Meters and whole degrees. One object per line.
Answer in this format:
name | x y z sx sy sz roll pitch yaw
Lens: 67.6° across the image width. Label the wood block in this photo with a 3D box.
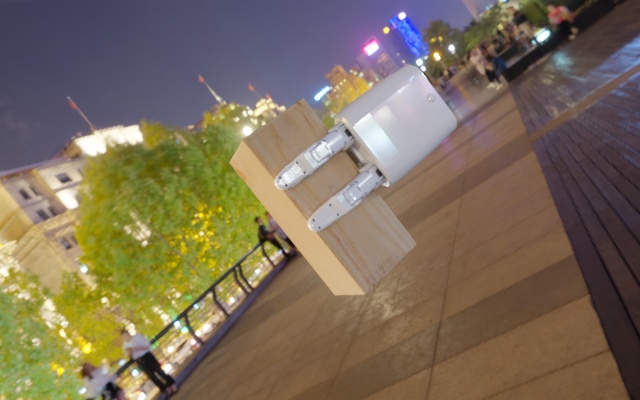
wood block | 0.000 0.002 0.551 0.090 0.206 0.091 -39 4 -22
